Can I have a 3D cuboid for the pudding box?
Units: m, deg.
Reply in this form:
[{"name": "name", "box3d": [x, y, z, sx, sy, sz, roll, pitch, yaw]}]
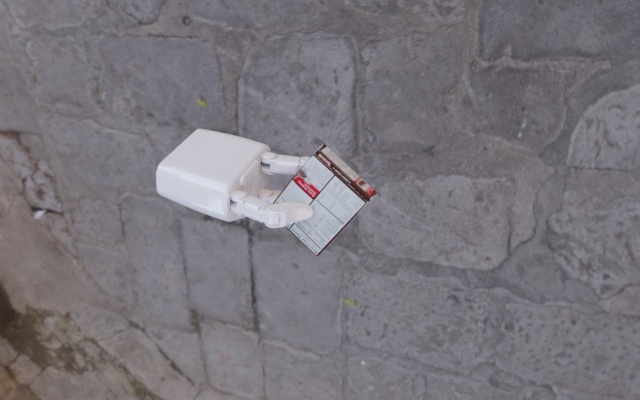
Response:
[{"name": "pudding box", "box3d": [0.000, 0.002, 0.591, 0.113, 0.090, 0.039, -49, -3, 34]}]
